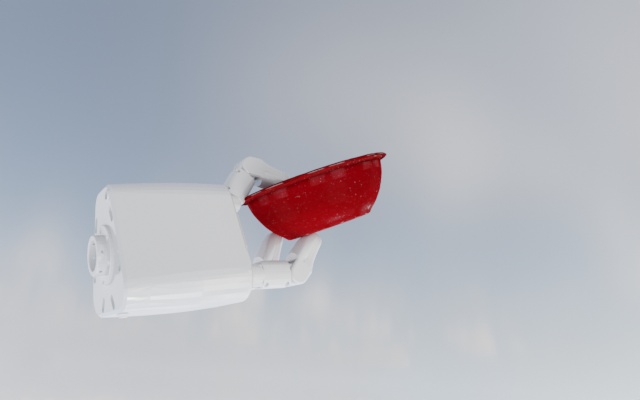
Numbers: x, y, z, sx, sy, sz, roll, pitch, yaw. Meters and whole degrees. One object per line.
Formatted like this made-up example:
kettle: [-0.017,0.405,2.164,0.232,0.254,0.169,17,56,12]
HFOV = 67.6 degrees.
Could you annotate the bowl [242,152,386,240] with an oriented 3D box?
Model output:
bowl: [0.001,0.002,0.503,0.162,0.055,0.162,-19,-2,-1]
